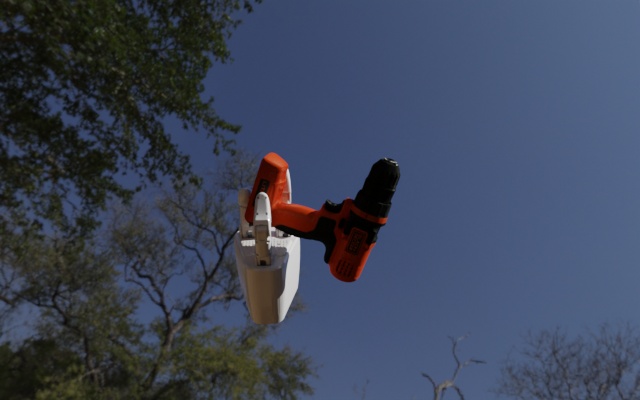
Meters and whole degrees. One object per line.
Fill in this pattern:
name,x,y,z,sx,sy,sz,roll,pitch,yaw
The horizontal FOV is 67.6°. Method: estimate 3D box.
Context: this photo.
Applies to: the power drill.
power drill,0.000,0.002,0.662,0.187,0.184,0.057,24,15,10
